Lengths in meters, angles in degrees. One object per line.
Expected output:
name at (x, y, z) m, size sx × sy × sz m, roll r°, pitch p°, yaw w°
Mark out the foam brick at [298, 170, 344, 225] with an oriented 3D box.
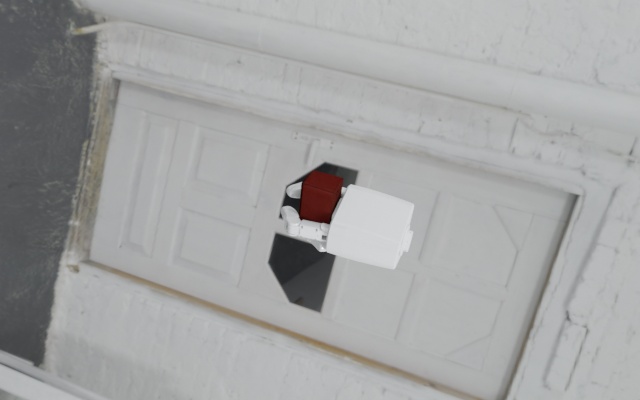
foam brick at (0.000, 0.002, 0.726) m, size 0.051 × 0.078 × 0.053 m, roll 15°, pitch 32°, yaw 14°
